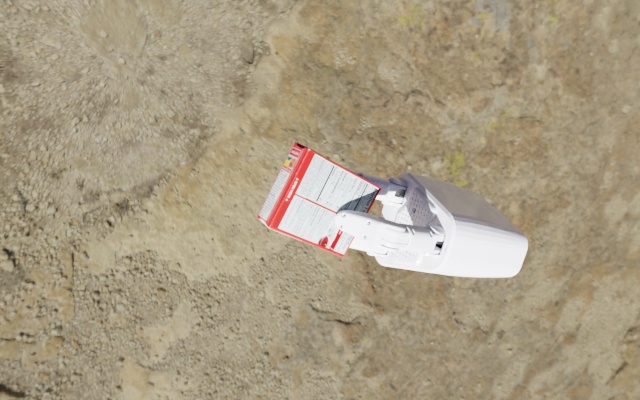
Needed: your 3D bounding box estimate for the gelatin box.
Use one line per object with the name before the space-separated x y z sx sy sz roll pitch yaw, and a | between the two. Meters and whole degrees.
gelatin box | 0.000 0.001 0.418 0.089 0.073 0.030 25 4 -35
